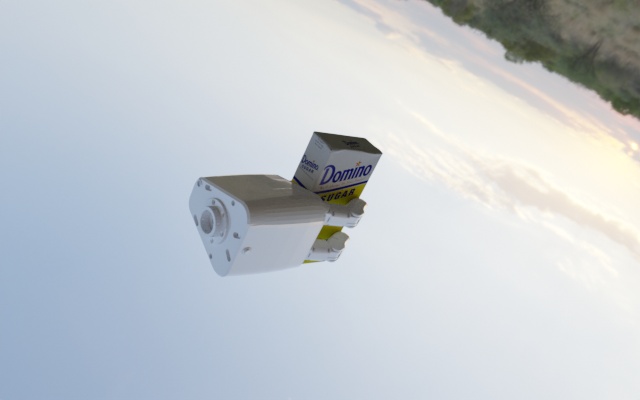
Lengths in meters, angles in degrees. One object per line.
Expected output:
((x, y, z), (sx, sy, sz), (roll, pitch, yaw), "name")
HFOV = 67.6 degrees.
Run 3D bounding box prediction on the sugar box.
((0.000, 0.002, 0.601), (0.093, 0.176, 0.048), (-1, 39, -44), "sugar box")
